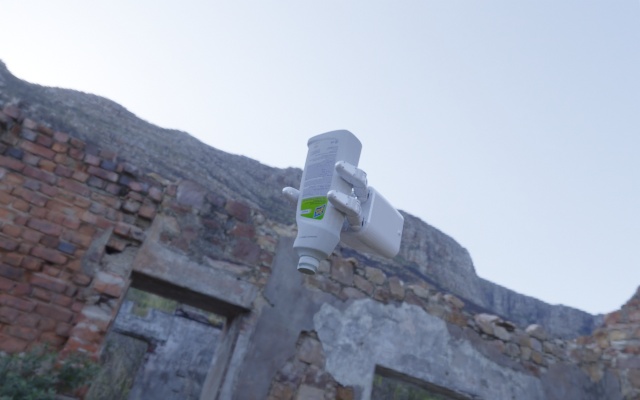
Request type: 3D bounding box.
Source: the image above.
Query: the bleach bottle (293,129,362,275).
[{"bbox_3d":[0.000,0.003,0.797,0.102,0.250,0.068,-10,-36,40],"label":"bleach bottle"}]
